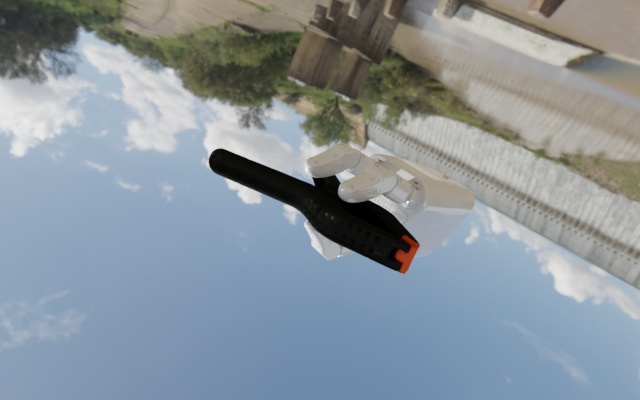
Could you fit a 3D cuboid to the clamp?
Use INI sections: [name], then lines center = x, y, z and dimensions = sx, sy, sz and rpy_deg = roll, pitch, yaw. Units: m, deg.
[clamp]
center = 0.000, 0.002, 0.460
dimensions = 0.164, 0.036, 0.210
rpy_deg = 3, 26, -43
